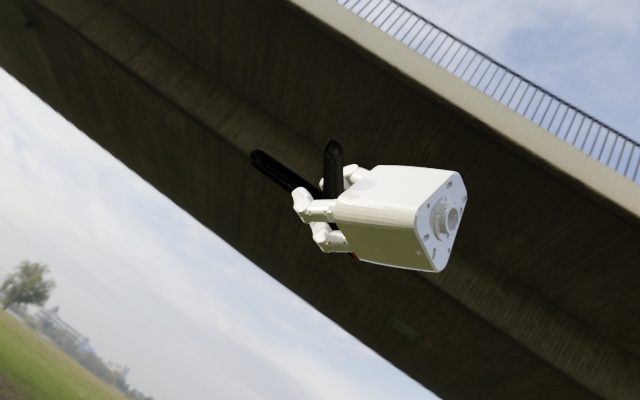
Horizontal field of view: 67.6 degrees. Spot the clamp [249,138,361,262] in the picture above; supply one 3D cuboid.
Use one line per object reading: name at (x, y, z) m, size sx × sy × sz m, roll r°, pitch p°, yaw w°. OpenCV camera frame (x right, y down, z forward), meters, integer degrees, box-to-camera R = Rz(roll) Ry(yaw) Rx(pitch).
clamp at (0.001, 0.002, 0.645) m, size 0.164 × 0.210 × 0.036 m, roll 7°, pitch 50°, yaw 43°
